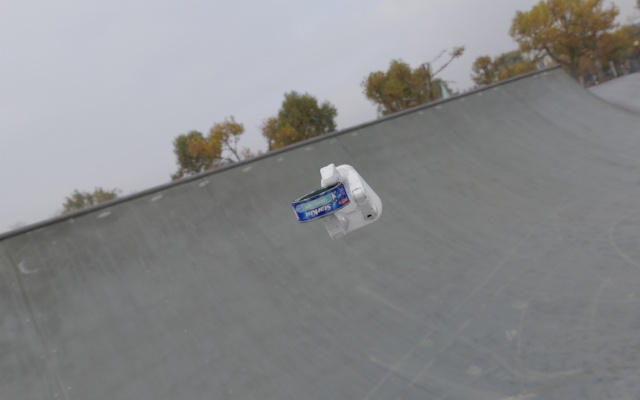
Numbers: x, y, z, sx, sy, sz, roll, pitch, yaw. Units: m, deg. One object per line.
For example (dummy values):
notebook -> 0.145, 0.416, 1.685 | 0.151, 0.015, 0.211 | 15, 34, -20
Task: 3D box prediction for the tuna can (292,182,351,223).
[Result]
tuna can -> 0.000, 0.002, 0.727 | 0.086, 0.034, 0.086 | -22, 7, 3
